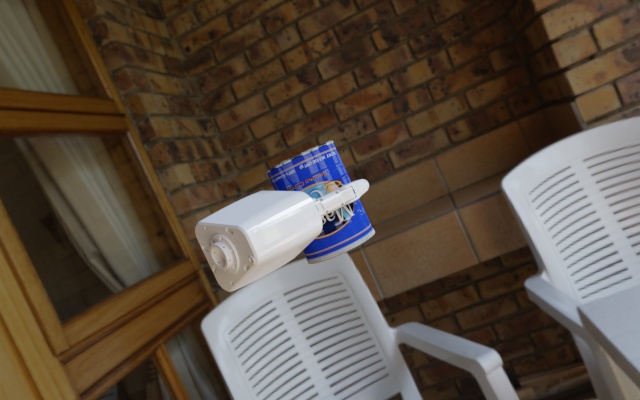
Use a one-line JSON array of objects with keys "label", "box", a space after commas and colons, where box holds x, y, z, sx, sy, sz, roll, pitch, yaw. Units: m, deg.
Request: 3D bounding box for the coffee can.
[{"label": "coffee can", "box": [0.000, 0.002, 0.660, 0.103, 0.140, 0.103, -25, 3, 1]}]
